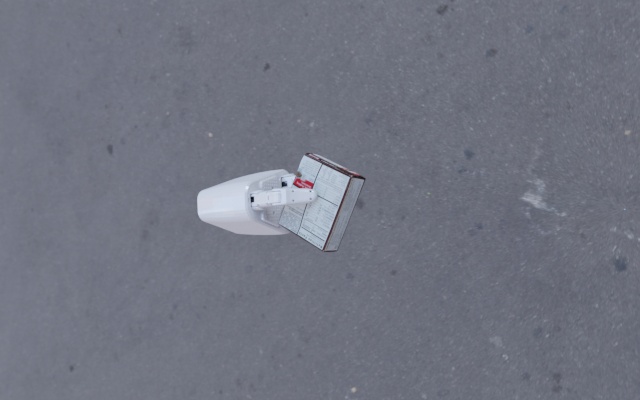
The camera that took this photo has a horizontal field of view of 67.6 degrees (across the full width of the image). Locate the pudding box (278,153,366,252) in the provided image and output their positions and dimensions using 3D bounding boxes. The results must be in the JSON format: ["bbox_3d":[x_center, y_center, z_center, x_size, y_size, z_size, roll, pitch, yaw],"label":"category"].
[{"bbox_3d":[0.000,0.002,0.653,0.090,0.113,0.039,29,16,33],"label":"pudding box"}]
